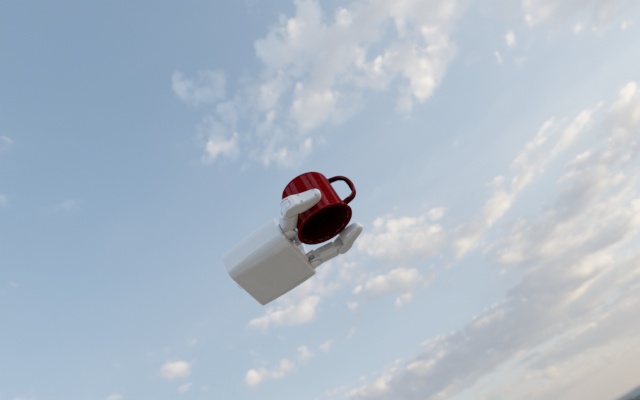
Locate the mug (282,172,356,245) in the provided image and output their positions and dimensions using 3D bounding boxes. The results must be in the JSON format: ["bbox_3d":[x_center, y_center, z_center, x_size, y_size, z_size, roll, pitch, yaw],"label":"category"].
[{"bbox_3d":[0.001,0.001,0.747,0.117,0.081,0.093,-34,-34,3],"label":"mug"}]
